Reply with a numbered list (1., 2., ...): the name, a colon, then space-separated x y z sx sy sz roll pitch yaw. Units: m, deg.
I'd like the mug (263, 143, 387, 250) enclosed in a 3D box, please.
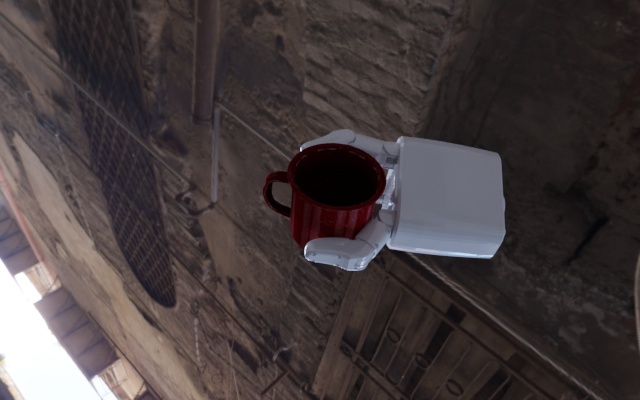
1. mug: -0.001 0.002 0.474 0.117 0.093 0.082 9 -44 1
